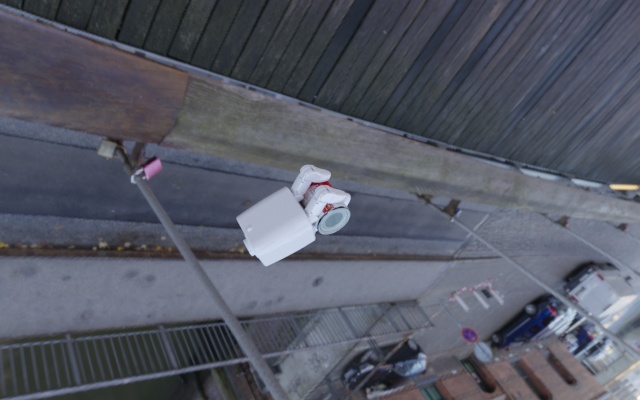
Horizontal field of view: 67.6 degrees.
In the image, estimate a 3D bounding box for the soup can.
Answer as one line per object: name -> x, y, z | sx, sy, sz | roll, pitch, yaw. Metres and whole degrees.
soup can -> 0.001, 0.003, 0.859 | 0.068, 0.068, 0.102 | 0, 42, -40
